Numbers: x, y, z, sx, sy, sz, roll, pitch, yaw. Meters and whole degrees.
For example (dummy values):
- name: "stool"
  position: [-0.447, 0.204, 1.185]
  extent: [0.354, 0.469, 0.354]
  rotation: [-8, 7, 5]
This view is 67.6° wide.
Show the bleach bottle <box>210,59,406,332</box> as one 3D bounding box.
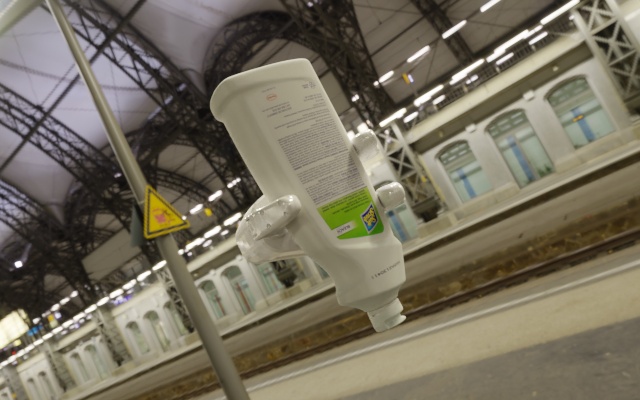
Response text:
- name: "bleach bottle"
  position: [0.000, 0.001, 0.430]
  extent: [0.102, 0.251, 0.068]
  rotation: [-24, -6, -27]
